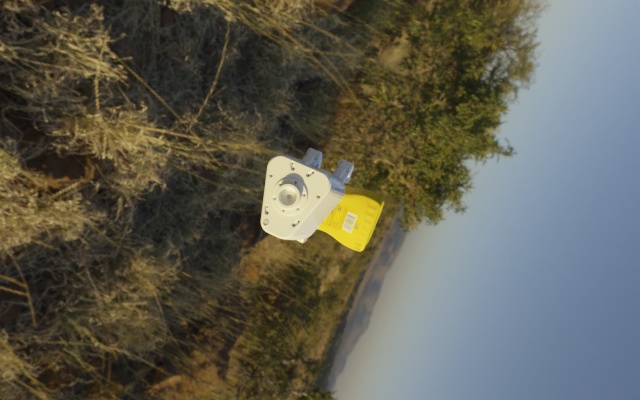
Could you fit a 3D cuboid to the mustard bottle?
[{"bbox_3d":[0.000,0.003,0.780,0.191,0.096,0.058,24,26,12],"label":"mustard bottle"}]
